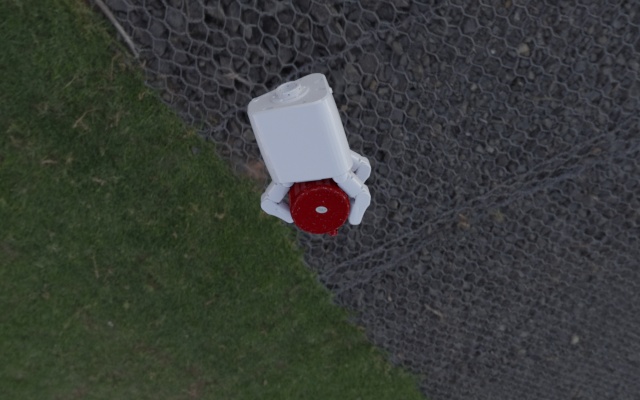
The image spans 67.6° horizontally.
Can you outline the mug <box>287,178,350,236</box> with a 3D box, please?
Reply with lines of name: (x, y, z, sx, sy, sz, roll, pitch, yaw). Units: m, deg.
mug: (0.000, 0.003, 0.678, 0.093, 0.117, 0.081, -17, 34, 6)
